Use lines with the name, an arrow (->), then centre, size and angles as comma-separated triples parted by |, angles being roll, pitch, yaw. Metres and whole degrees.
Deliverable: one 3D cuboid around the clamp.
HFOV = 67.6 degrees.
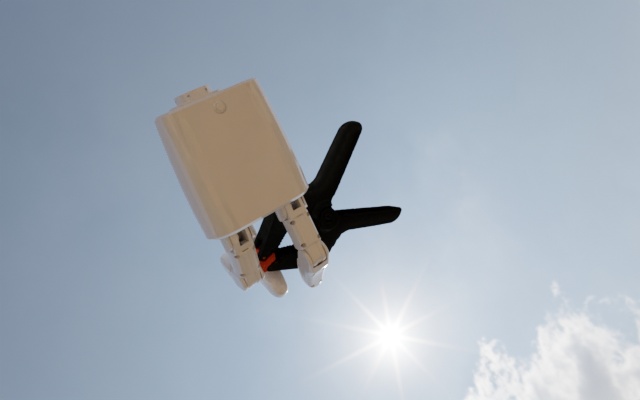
clamp -> 0.000, 0.002, 0.471 | 0.171, 0.120, 0.039 | -30, 16, -25
